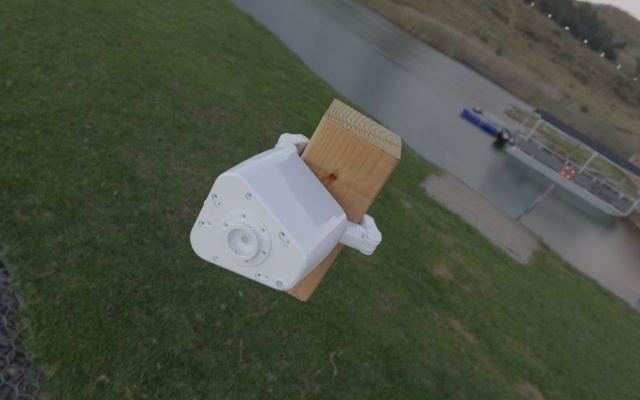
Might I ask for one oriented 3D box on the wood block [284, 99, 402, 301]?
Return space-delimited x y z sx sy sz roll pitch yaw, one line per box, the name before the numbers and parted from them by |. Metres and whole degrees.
wood block | 0.000 0.002 0.553 0.091 0.206 0.090 30 25 -4
